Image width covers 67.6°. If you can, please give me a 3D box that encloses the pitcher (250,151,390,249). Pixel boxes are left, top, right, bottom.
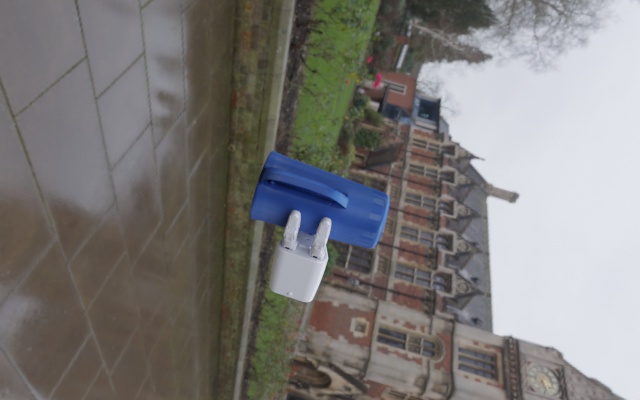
[{"bbox_3d":[0.000,0.003,0.880,0.243,0.145,0.149,17,30,1],"label":"pitcher"}]
